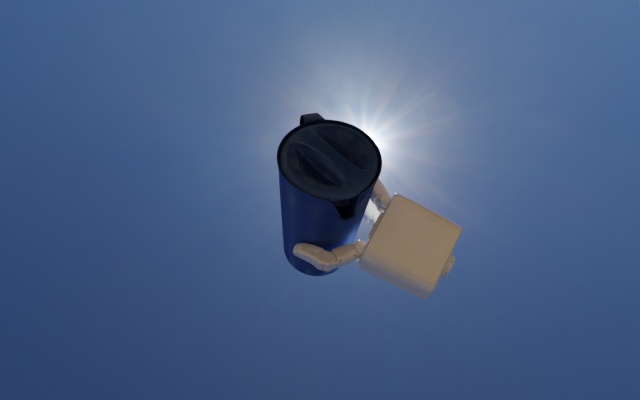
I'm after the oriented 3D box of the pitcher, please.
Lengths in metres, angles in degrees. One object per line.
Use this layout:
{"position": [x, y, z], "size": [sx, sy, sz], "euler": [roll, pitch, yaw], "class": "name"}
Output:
{"position": [0.000, 0.002, 0.697], "size": [0.145, 0.149, 0.243], "euler": [25, -34, 12], "class": "pitcher"}
